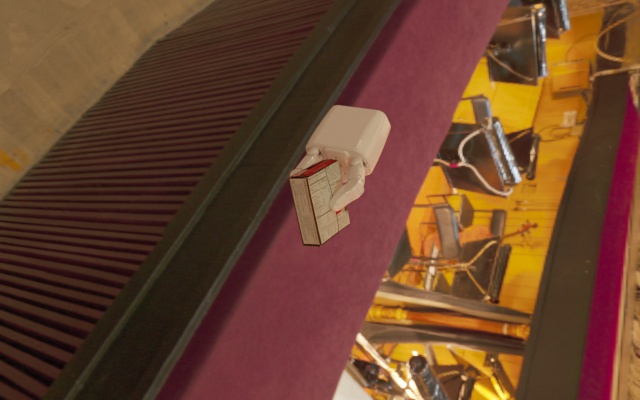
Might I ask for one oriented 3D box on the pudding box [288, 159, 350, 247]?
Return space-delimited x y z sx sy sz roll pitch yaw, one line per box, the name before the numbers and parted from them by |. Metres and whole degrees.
pudding box | 0.000 0.002 0.732 0.039 0.113 0.090 -1 20 37
